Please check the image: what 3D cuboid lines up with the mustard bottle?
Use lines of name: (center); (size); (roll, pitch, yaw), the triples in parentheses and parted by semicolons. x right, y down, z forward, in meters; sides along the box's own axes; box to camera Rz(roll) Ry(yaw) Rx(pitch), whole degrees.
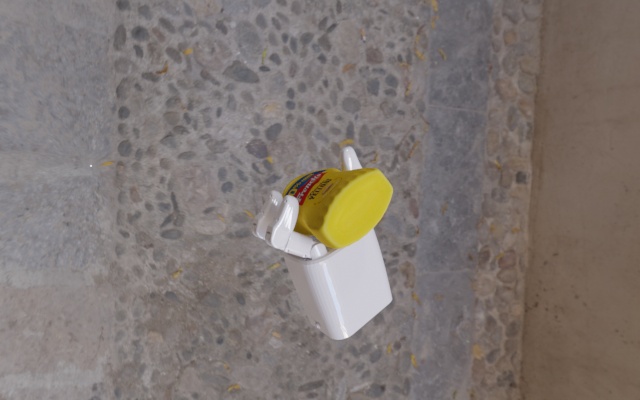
mustard bottle: (0.000, 0.002, 0.578); (0.058, 0.096, 0.191); (48, -16, -21)
